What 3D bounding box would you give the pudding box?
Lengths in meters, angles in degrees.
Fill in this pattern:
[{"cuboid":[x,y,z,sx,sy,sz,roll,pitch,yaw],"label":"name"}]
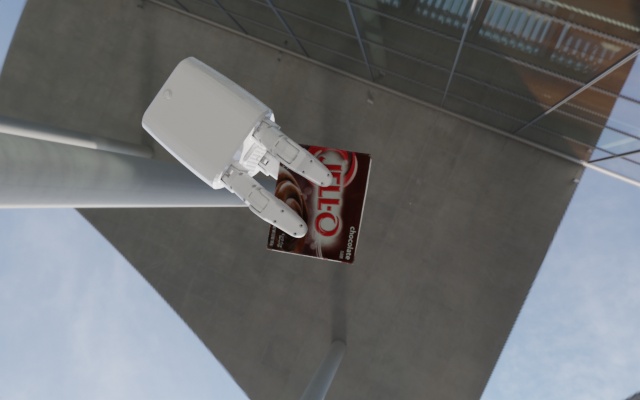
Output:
[{"cuboid":[0.000,0.002,0.488,0.090,0.113,0.039,9,2,9],"label":"pudding box"}]
